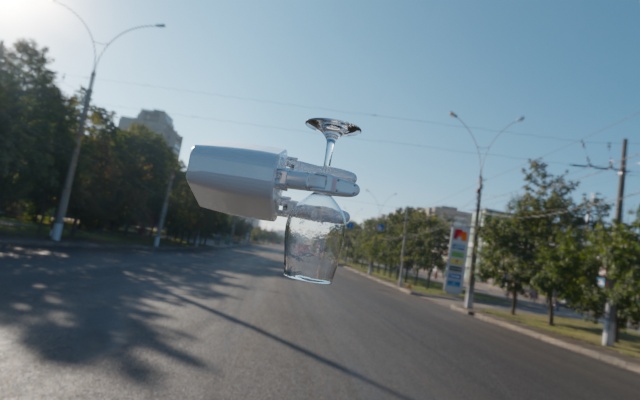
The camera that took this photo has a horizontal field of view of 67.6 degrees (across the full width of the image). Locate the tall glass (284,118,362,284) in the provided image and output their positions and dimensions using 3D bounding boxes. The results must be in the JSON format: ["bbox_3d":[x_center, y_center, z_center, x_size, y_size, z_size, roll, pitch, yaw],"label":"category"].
[{"bbox_3d":[0.000,0.001,0.609,0.079,0.201,0.079,9,-6,1],"label":"tall glass"}]
